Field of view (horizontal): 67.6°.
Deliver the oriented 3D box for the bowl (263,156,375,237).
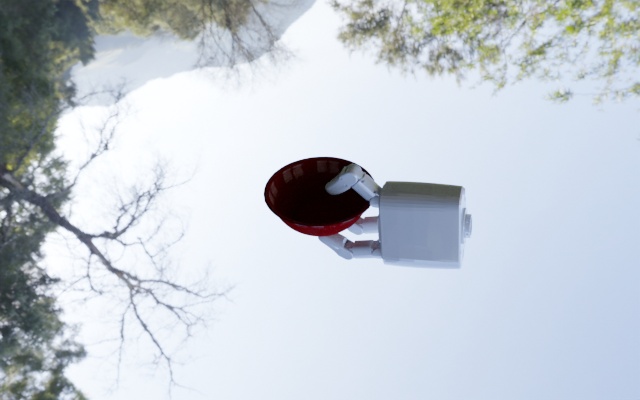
[{"bbox_3d":[-0.001,0.002,0.698,0.162,0.055,0.162,-2,40,1],"label":"bowl"}]
